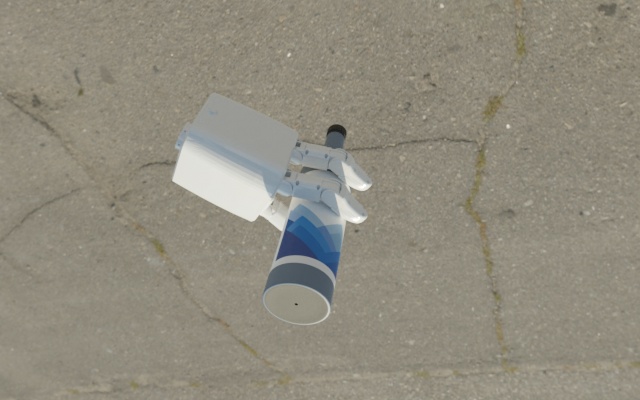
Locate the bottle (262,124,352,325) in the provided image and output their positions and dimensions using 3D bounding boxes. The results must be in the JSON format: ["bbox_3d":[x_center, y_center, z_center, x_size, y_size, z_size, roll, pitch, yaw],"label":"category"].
[{"bbox_3d":[0.000,0.002,0.561,0.069,0.069,0.295,0,42,12],"label":"bottle"}]
